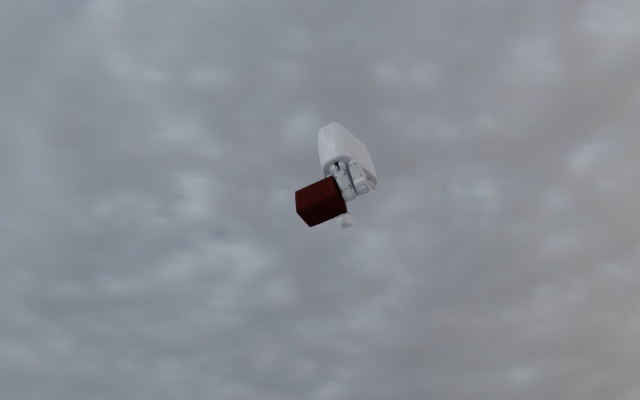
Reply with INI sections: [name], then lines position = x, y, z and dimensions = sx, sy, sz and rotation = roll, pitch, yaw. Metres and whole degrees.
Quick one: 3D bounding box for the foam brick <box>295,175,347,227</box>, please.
[foam brick]
position = 0.000, 0.003, 0.851
dimensions = 0.078, 0.051, 0.053
rotation = -23, -44, 13
